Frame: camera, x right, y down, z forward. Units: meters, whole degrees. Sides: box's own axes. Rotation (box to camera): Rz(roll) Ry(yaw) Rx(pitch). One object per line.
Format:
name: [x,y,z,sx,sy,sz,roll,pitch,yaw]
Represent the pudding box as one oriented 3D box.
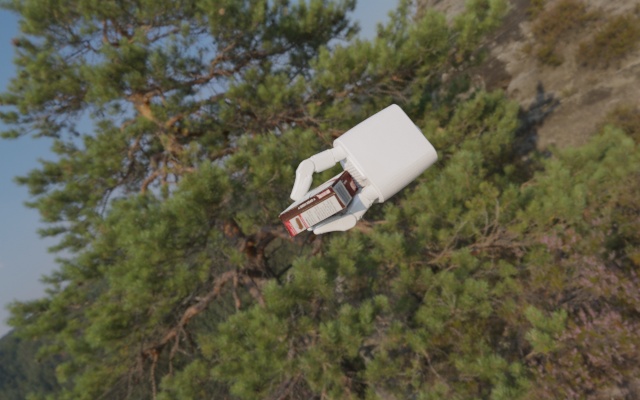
pudding box: [0.000,0.002,0.674,0.090,0.039,0.113,-31,4,19]
